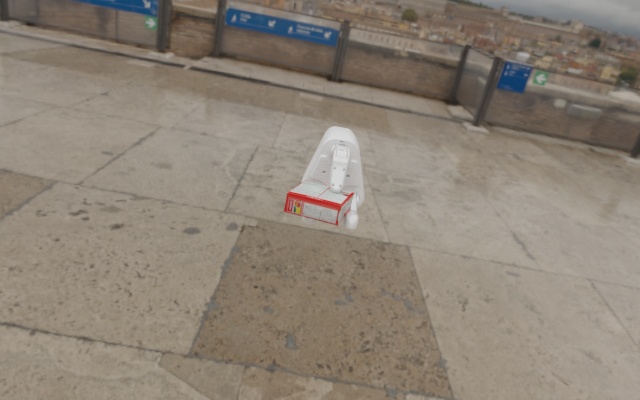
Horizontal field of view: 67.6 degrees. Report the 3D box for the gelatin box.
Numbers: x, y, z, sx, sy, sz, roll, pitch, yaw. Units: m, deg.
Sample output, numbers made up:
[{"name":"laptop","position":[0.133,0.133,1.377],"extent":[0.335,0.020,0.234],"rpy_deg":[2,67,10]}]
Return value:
[{"name":"gelatin box","position":[0.000,0.002,0.636],"extent":[0.073,0.030,0.089],"rpy_deg":[14,15,11]}]
